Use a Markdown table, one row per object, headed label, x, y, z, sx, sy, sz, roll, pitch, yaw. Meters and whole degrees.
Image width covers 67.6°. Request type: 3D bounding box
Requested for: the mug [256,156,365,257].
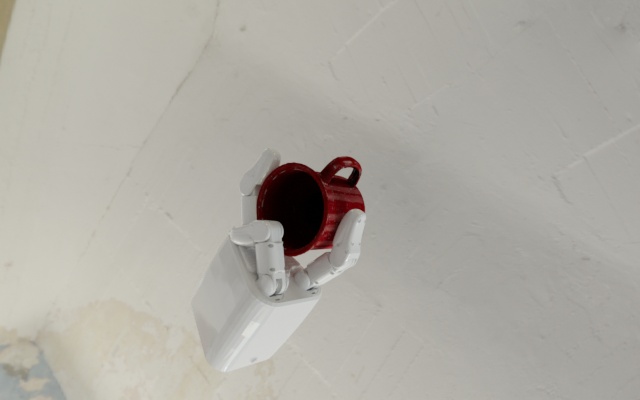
| label | x | y | z | sx | sy | sz | roll | pitch | yaw |
| --- | --- | --- | --- | --- | --- | --- | --- | --- | --- |
| mug | 0.001 | 0.000 | 0.497 | 0.081 | 0.117 | 0.093 | 5 | 37 | -53 |
